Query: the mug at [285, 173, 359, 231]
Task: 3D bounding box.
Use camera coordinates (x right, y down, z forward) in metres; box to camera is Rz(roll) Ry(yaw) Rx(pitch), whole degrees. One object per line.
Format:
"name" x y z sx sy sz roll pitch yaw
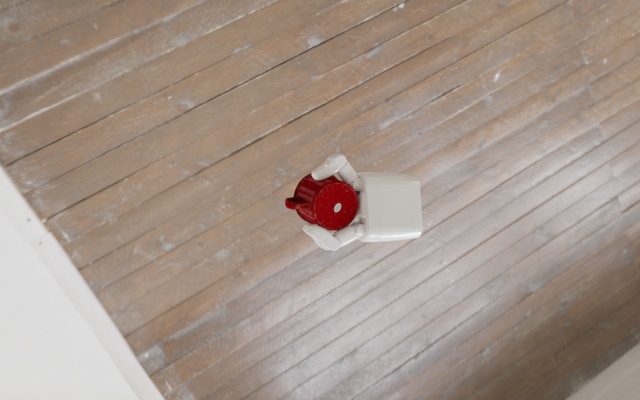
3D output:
"mug" -0.001 0.003 0.783 0.117 0.093 0.081 -1 10 -21
